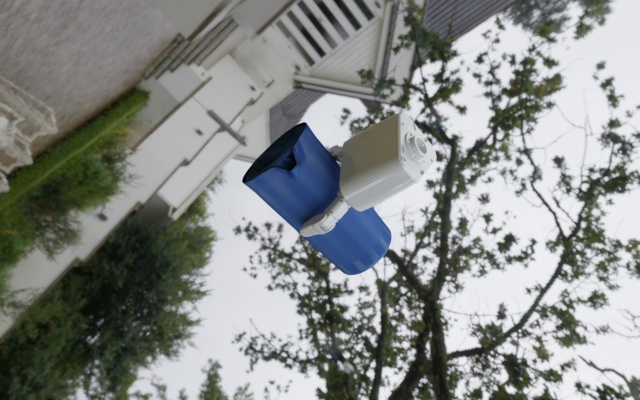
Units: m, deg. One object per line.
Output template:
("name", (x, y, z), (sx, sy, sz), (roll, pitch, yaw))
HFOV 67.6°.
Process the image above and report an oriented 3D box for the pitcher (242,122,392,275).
("pitcher", (0.000, 0.002, 0.771), (0.145, 0.243, 0.149), (-28, 24, 37))
